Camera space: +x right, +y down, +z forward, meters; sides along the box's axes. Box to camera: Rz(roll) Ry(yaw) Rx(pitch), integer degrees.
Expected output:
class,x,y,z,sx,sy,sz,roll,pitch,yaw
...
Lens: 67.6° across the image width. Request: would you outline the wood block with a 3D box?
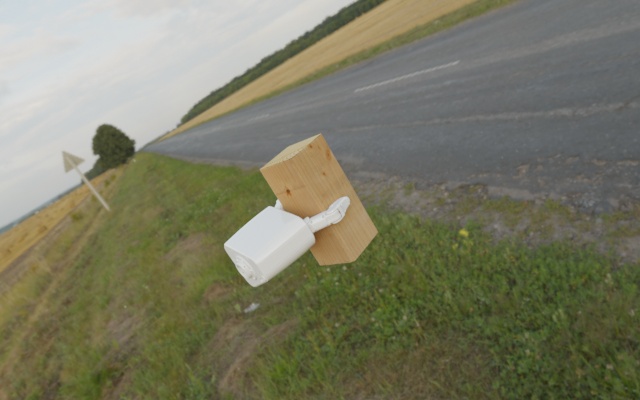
class,x,y,z,sx,sy,sz,roll,pitch,yaw
wood block,0.000,0.003,0.831,0.091,0.206,0.090,-14,23,46
